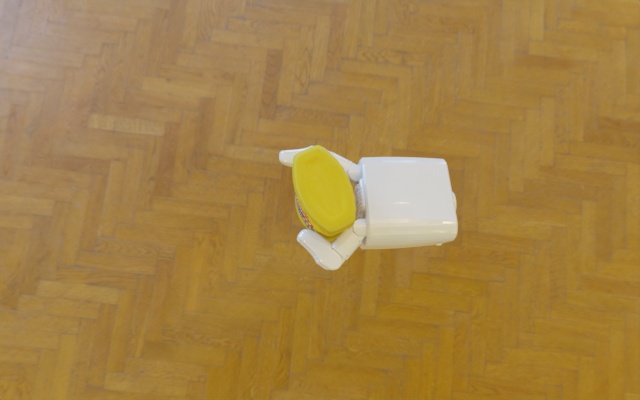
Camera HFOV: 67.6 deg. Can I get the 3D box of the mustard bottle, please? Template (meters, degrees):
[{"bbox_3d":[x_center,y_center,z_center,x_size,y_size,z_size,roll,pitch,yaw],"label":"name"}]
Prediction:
[{"bbox_3d":[0.000,0.002,0.590,0.058,0.096,0.192,-26,-7,-6],"label":"mustard bottle"}]
